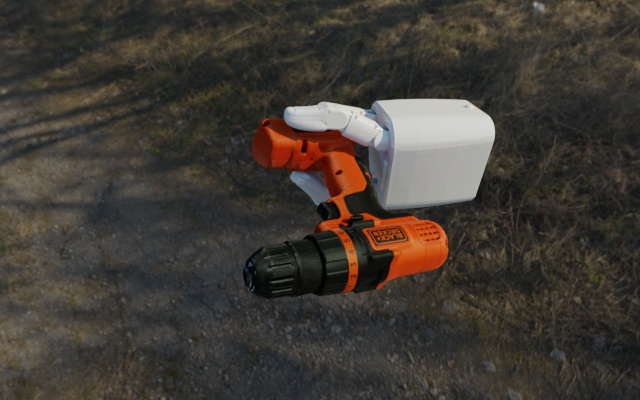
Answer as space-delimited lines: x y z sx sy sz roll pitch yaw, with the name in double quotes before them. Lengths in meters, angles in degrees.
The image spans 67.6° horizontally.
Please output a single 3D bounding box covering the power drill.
"power drill" 0.000 0.001 0.435 0.184 0.187 0.057 -4 -42 -28
